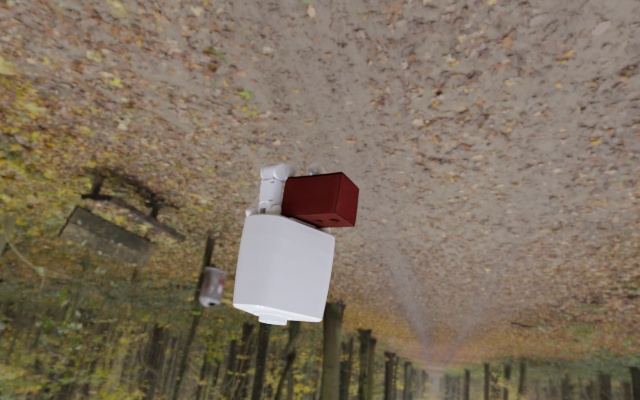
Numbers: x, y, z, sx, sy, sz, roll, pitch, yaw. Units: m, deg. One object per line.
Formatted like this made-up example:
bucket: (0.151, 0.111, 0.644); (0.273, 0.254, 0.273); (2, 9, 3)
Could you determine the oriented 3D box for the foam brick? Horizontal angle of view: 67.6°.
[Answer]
foam brick: (0.000, 0.002, 0.571); (0.078, 0.051, 0.053); (-4, -23, 31)
